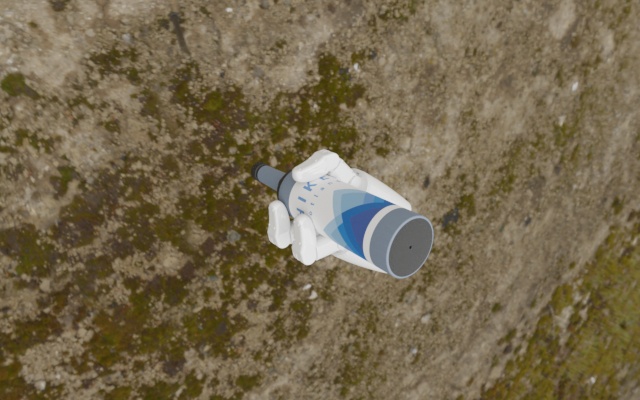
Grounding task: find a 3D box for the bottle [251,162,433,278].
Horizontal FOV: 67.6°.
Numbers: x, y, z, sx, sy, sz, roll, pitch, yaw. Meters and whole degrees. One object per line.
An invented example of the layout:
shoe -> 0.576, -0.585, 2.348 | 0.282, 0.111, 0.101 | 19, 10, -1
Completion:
bottle -> 0.000, 0.002, 0.575 | 0.069, 0.069, 0.295 | 0, 17, -39
